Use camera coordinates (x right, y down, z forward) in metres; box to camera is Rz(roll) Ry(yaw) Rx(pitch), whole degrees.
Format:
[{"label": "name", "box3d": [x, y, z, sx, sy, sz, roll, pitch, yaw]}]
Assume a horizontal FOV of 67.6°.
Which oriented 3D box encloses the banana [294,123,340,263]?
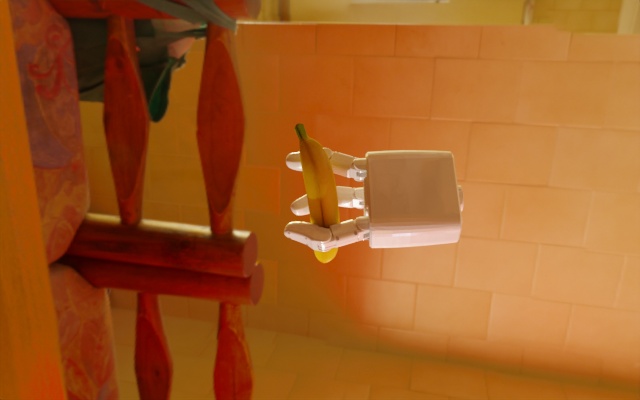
[{"label": "banana", "box3d": [0.002, 0.007, 0.586, 0.037, 0.198, 0.069, -10, 27, -4]}]
